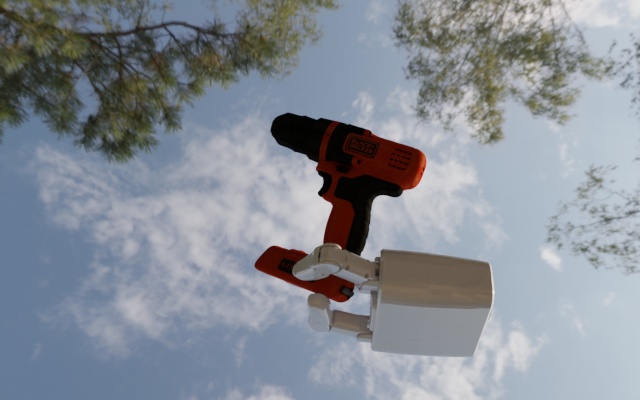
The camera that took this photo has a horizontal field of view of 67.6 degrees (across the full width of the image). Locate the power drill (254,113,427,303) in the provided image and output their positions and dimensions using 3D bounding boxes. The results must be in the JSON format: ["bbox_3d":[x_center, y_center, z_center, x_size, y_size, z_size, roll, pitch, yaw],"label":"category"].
[{"bbox_3d":[0.000,0.002,0.519,0.184,0.187,0.057,19,-10,20],"label":"power drill"}]
